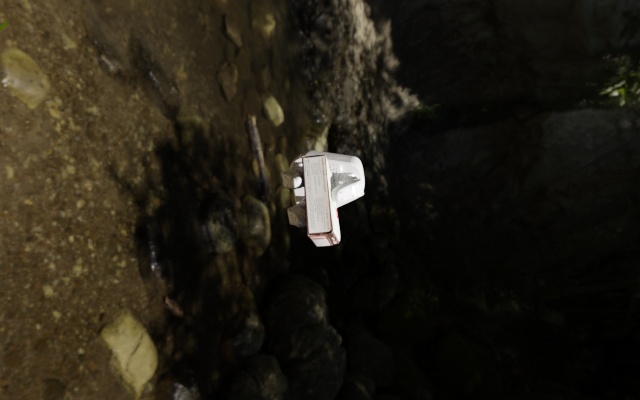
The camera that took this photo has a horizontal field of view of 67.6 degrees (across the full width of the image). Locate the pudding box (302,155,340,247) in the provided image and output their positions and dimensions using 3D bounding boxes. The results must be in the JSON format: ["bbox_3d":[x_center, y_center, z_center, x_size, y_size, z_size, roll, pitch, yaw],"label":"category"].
[{"bbox_3d":[0.000,0.002,0.674,0.039,0.113,0.090,-9,-15,6],"label":"pudding box"}]
